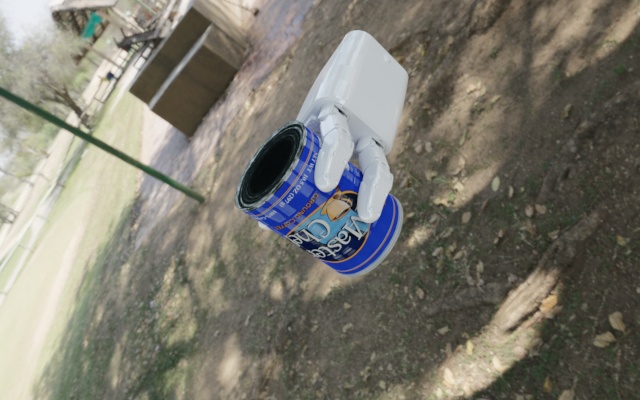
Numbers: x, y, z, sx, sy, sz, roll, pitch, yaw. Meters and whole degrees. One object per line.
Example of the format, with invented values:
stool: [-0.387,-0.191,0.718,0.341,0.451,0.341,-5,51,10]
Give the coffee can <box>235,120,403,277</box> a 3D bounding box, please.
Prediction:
coffee can: [0.000,0.002,0.486,0.140,0.102,0.103,36,-19,-28]
